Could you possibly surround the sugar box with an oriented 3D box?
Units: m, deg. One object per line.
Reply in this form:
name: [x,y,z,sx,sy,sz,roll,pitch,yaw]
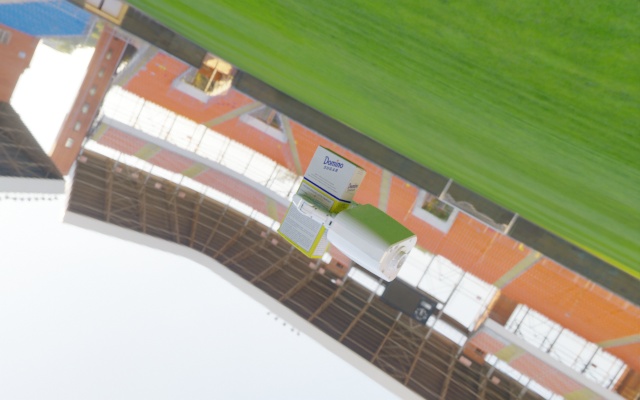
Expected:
sugar box: [0.000,0.003,0.835,0.093,0.176,0.048,34,10,33]
